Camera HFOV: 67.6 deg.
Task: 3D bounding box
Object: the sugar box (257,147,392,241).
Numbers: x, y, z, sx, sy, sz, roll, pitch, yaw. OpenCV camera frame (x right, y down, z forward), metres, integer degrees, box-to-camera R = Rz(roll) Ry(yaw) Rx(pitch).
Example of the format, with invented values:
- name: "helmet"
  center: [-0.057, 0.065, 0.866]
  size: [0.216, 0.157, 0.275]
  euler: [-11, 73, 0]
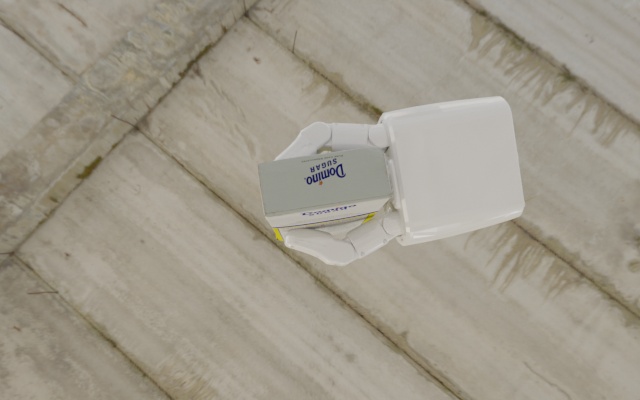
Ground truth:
- name: "sugar box"
  center: [0.000, 0.001, 0.418]
  size: [0.093, 0.048, 0.176]
  euler: [-9, -12, -4]
